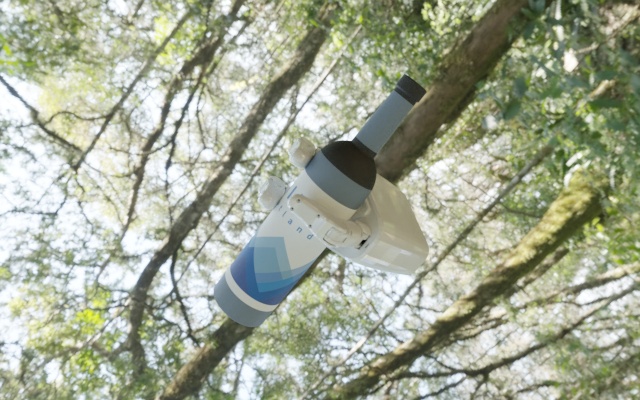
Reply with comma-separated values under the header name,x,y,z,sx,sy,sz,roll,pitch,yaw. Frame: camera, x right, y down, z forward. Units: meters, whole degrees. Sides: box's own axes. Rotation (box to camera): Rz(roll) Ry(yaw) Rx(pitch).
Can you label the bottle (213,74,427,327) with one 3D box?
name,x,y,z,sx,sy,sz,roll,pitch,yaw
bottle,0.000,0.002,0.482,0.069,0.296,0.069,36,15,-11
